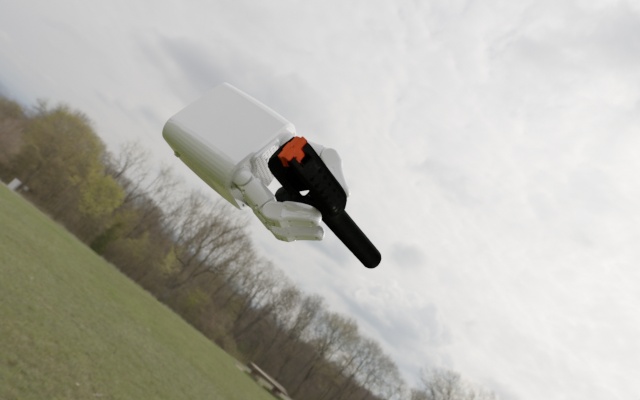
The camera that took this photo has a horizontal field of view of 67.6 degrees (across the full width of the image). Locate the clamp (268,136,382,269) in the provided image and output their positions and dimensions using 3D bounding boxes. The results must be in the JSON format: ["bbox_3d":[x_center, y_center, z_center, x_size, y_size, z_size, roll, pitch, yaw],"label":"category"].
[{"bbox_3d":[0.000,0.001,0.517,0.164,0.036,0.210,35,-14,16],"label":"clamp"}]
